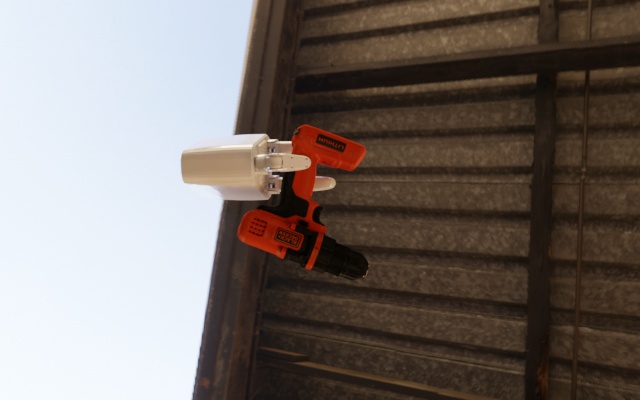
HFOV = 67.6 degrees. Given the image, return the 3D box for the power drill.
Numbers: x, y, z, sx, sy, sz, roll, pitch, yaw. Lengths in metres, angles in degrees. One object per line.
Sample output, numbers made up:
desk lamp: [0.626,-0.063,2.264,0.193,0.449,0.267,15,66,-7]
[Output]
power drill: [0.000,0.002,0.663,0.184,0.187,0.057,21,-17,-5]
